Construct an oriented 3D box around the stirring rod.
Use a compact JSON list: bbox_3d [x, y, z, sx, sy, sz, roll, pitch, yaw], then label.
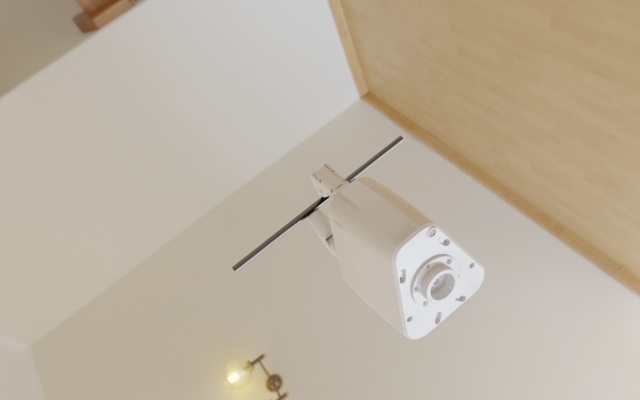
[{"bbox_3d":[0.000,0.002,0.533,0.239,0.011,0.011,-38,6,-8],"label":"stirring rod"}]
